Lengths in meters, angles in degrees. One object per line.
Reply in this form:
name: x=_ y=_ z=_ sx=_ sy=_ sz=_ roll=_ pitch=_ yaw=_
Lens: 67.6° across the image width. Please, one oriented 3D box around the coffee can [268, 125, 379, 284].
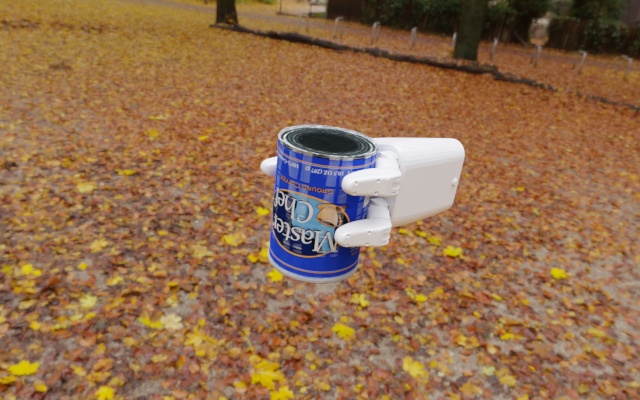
coffee can: x=0.000 y=0.002 z=0.509 sx=0.103 sy=0.140 sz=0.102 roll=6 pitch=24 yaw=-3
